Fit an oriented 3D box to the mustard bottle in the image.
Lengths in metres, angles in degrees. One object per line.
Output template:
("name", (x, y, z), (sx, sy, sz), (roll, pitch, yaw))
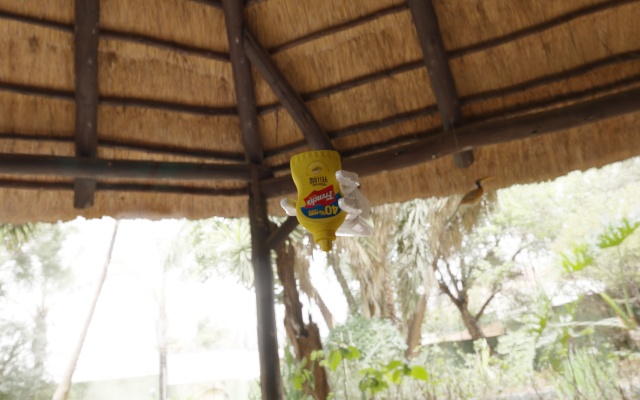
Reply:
("mustard bottle", (0.000, 0.003, 0.896), (0.096, 0.191, 0.058), (-6, -20, -3))
